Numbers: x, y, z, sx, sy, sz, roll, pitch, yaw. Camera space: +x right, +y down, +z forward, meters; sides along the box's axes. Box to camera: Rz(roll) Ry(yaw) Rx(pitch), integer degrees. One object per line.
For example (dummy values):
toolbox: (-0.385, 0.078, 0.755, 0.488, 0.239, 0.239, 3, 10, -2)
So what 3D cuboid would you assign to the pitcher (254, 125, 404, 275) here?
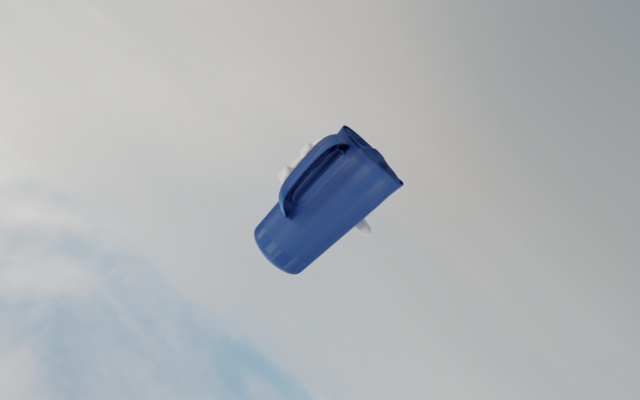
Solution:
pitcher: (0.000, 0.003, 0.771, 0.149, 0.243, 0.145, 43, 14, -9)
